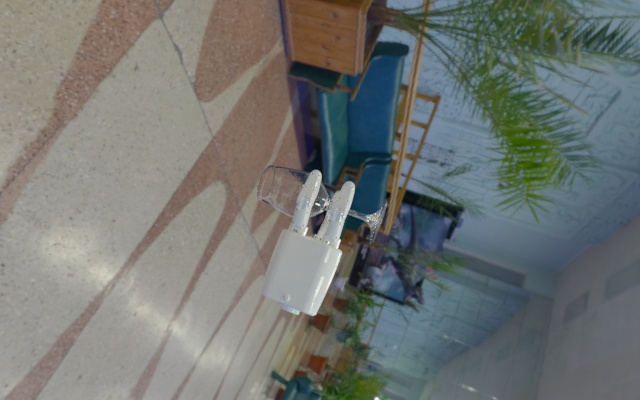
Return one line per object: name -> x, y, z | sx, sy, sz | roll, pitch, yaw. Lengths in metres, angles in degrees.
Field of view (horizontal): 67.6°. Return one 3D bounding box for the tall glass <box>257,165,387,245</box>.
tall glass -> 0.001, 0.003, 0.770 | 0.201, 0.079, 0.079 | 20, 4, 13
